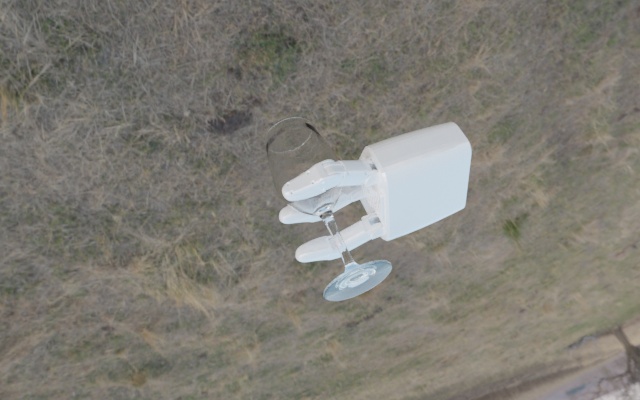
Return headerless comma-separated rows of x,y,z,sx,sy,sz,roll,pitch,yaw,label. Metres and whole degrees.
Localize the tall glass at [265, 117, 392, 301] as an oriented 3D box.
0.000,0.002,0.516,0.079,0.201,0.079,-19,-30,-12,tall glass
